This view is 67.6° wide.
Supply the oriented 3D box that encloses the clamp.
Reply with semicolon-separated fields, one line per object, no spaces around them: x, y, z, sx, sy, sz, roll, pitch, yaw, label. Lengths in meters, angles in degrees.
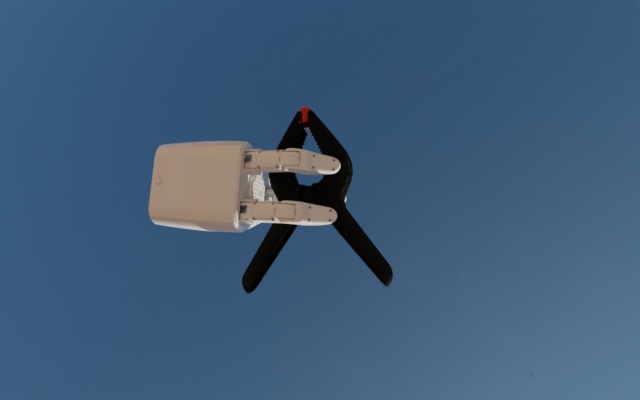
0.000;0.001;0.528;0.164;0.210;0.036;2;-8;10;clamp
